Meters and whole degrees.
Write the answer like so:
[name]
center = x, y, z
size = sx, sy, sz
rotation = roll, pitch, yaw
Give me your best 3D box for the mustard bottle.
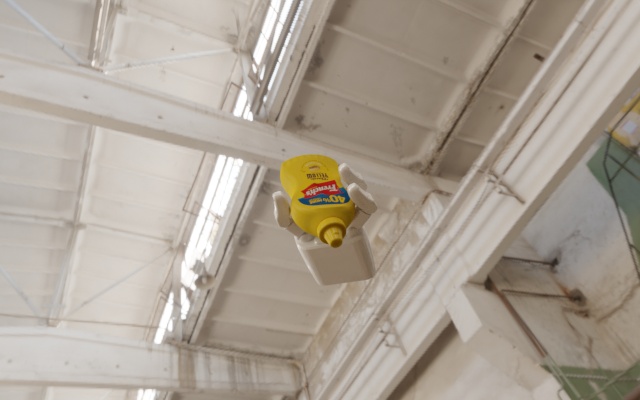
[mustard bottle]
center = 0.000, 0.002, 0.724
size = 0.096, 0.058, 0.191
rotation = -2, 38, -14
